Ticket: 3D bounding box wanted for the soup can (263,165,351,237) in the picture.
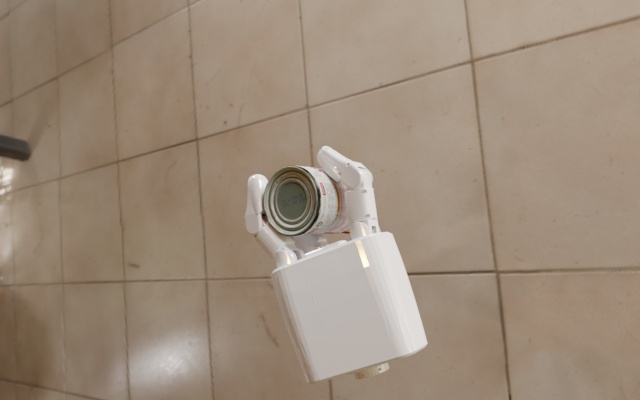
[{"bbox_3d":[0.000,0.001,0.479,0.068,0.068,0.102,0,-1,35],"label":"soup can"}]
